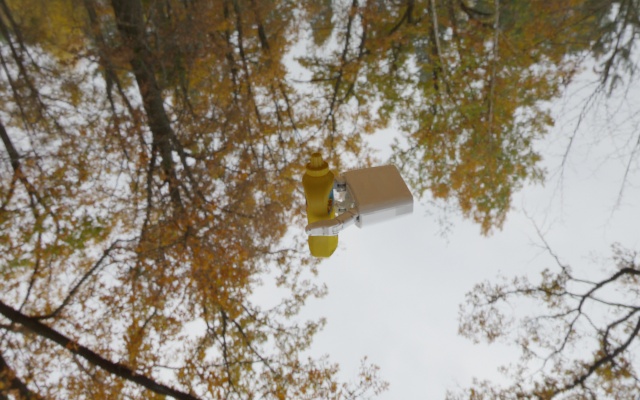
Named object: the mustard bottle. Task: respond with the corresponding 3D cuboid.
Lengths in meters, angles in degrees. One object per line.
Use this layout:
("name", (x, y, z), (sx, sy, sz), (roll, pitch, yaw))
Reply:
("mustard bottle", (0.000, 0.003, 0.867), (0.058, 0.192, 0.096), (1, 32, 8))
